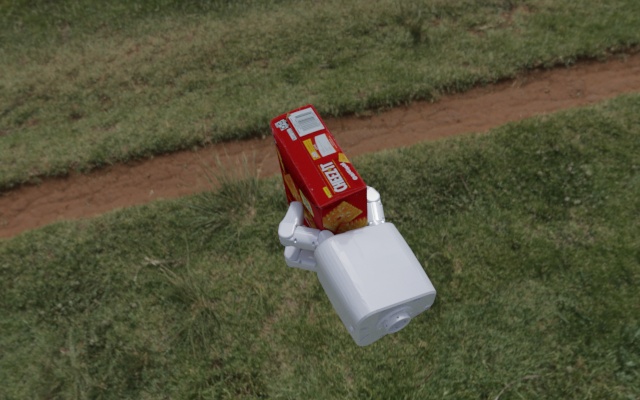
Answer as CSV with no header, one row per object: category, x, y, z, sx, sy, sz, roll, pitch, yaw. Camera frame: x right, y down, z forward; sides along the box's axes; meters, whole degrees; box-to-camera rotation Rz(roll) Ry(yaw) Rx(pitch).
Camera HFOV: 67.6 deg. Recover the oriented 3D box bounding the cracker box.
cracker box,0.000,0.002,0.666,0.072,0.164,0.214,-22,-35,-11
